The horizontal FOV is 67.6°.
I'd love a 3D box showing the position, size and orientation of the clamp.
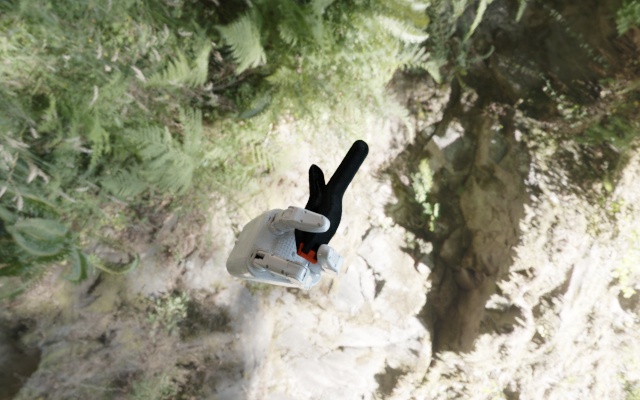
[{"bbox_3d":[0.001,0.003,0.639,0.039,0.171,0.120,32,-22,-19],"label":"clamp"}]
